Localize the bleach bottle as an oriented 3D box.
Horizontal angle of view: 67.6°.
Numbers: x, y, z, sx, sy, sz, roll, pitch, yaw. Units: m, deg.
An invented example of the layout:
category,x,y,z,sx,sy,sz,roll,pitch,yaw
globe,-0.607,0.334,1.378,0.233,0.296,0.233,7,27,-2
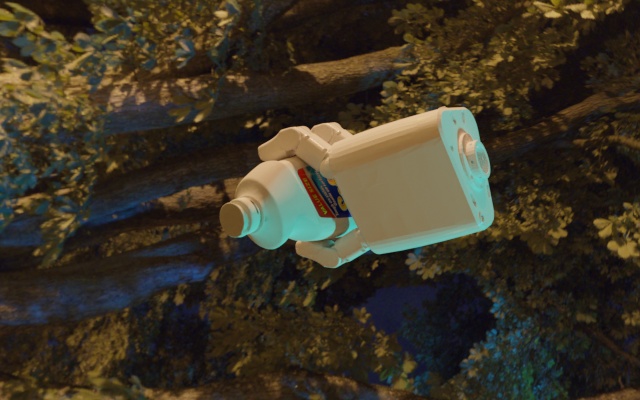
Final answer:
category,x,y,z,sx,sy,sz,roll,pitch,yaw
bleach bottle,0.000,0.002,0.488,0.068,0.102,0.251,-16,1,36
